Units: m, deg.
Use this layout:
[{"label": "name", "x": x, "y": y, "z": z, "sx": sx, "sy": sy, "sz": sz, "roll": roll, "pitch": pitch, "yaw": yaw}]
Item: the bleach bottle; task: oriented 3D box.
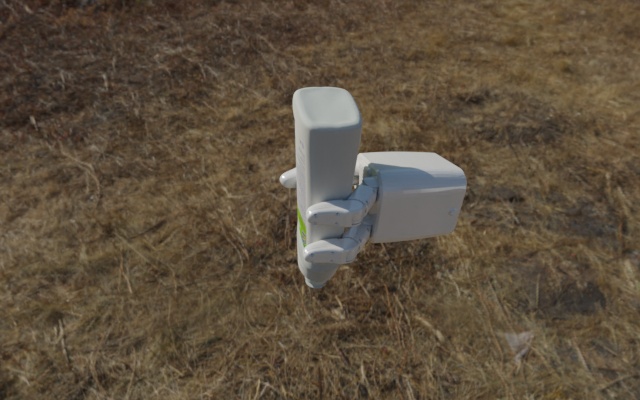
[{"label": "bleach bottle", "x": 0.000, "y": 0.002, "z": 0.569, "sx": 0.068, "sy": 0.251, "sz": 0.102, "roll": -3, "pitch": 38, "yaw": -9}]
